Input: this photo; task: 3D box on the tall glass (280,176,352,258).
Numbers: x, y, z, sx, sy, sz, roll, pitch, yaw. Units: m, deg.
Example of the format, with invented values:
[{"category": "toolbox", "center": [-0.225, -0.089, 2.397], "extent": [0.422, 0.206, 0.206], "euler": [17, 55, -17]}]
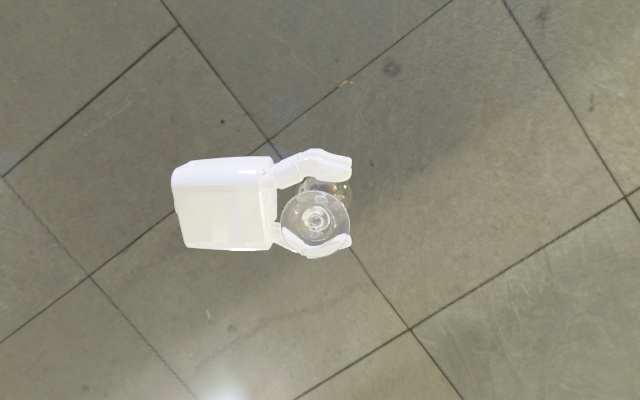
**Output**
[{"category": "tall glass", "center": [0.000, 0.002, 0.602], "extent": [0.079, 0.079, 0.201], "euler": [0, 14, 4]}]
